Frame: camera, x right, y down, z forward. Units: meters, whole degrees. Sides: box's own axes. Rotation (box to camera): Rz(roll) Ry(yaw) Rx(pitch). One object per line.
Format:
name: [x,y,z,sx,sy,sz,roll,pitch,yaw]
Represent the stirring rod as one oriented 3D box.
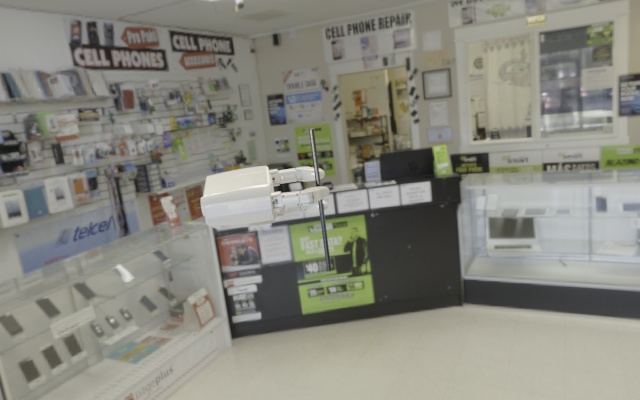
stirring rod: [0.000,0.003,0.789,0.011,0.239,0.011,-7,11,1]
